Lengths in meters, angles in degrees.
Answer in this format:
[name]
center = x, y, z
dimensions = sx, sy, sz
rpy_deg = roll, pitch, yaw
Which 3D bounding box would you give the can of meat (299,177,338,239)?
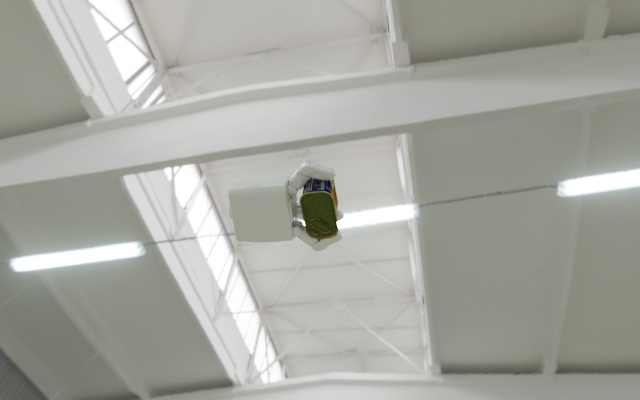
[can of meat]
center = 0.000, 0.002, 0.849
dimensions = 0.057, 0.102, 0.084
rpy_deg = -6, 36, 8
